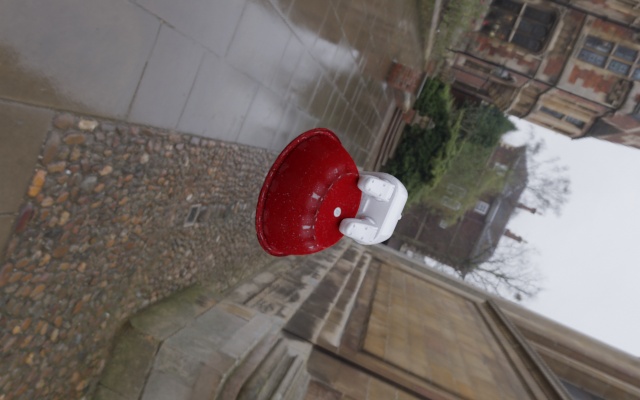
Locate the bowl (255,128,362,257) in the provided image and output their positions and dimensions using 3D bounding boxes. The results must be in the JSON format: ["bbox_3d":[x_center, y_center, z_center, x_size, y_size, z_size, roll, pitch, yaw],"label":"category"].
[{"bbox_3d":[0.000,0.002,0.548,0.055,0.162,0.162,25,13,30],"label":"bowl"}]
